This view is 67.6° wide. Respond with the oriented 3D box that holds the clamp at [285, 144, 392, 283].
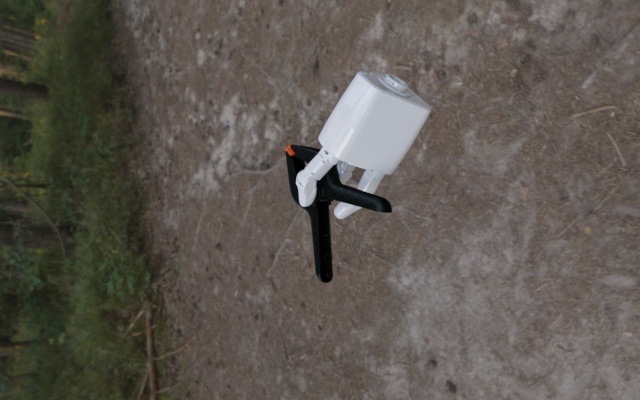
[{"bbox_3d":[-0.001,0.002,0.692,0.036,0.165,0.210,2,40,-43],"label":"clamp"}]
